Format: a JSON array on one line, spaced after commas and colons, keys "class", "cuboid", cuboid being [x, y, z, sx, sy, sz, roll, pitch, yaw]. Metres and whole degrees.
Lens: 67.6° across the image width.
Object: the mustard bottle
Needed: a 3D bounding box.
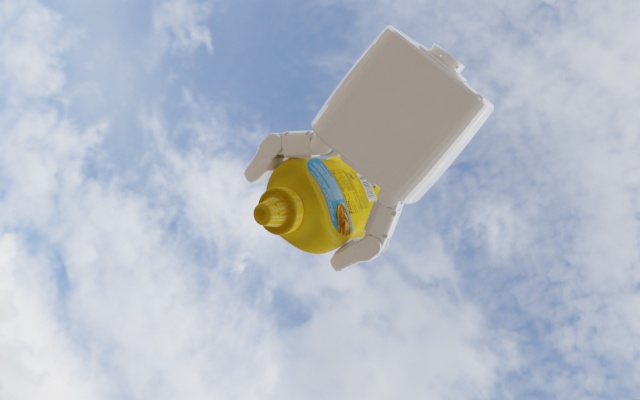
[{"class": "mustard bottle", "cuboid": [0.000, 0.002, 0.465, 0.058, 0.096, 0.191, -26, -7, 29]}]
